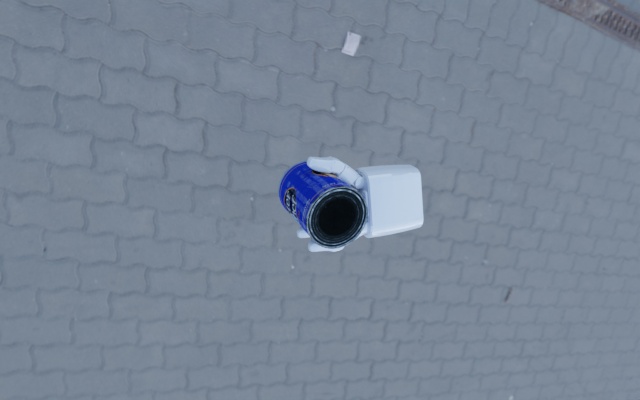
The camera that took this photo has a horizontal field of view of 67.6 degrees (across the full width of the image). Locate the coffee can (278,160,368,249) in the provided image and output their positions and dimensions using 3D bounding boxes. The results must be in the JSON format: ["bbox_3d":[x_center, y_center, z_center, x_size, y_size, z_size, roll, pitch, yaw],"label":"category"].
[{"bbox_3d":[0.000,0.002,0.777,0.103,0.103,0.140,0,21,-24],"label":"coffee can"}]
